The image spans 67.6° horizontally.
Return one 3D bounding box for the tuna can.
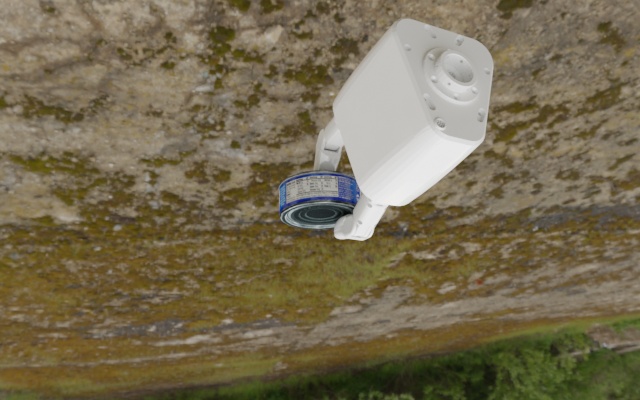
[{"bbox_3d":[0.000,0.002,0.487,0.086,0.033,0.086,-2,-21,-1],"label":"tuna can"}]
